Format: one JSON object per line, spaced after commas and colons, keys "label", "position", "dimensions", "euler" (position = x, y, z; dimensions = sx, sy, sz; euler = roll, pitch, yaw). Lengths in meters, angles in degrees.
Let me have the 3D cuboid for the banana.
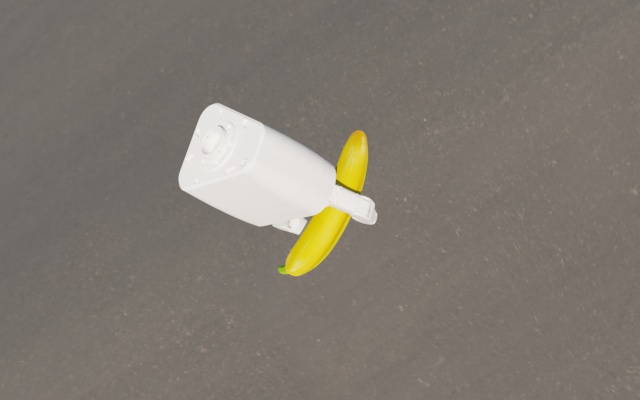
{"label": "banana", "position": [0.007, 0.012, 0.544], "dimensions": [0.037, 0.198, 0.069], "euler": [26, 9, -36]}
